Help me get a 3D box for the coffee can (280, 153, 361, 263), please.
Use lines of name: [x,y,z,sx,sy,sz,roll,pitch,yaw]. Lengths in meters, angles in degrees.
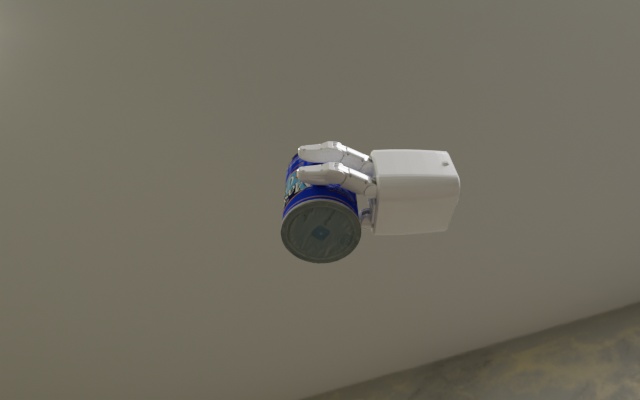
coffee can: [0.000,0.002,0.661,0.103,0.103,0.140,0,36,-1]
